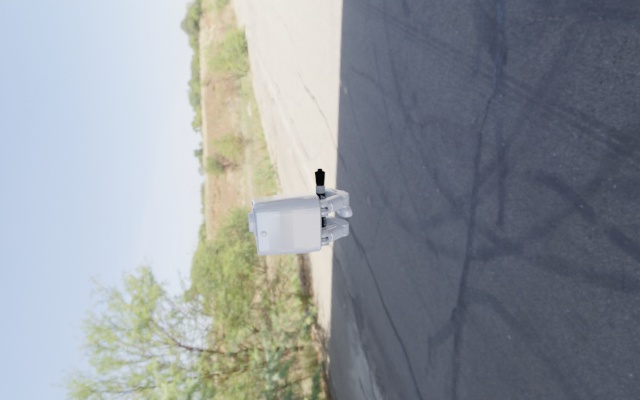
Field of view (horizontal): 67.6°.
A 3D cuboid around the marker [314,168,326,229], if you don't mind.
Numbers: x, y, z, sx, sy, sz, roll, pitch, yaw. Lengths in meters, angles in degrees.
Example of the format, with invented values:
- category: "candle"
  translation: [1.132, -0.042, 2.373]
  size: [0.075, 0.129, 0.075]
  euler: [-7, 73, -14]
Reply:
- category: "marker"
  translation: [0.000, 0.003, 0.832]
  size: [0.020, 0.121, 0.020]
  euler: [-1, 22, 0]
